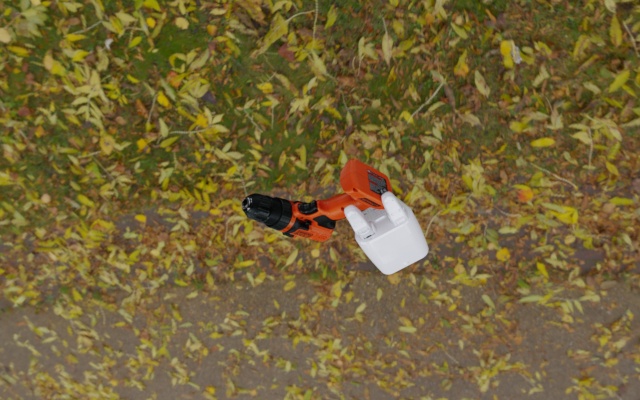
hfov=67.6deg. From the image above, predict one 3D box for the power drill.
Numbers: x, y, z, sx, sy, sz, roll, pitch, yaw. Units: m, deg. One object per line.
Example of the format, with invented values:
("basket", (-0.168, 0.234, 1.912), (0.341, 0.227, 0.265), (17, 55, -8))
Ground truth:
("power drill", (0.001, 0.002, 0.727), (0.188, 0.057, 0.184), (-24, -29, 36))
